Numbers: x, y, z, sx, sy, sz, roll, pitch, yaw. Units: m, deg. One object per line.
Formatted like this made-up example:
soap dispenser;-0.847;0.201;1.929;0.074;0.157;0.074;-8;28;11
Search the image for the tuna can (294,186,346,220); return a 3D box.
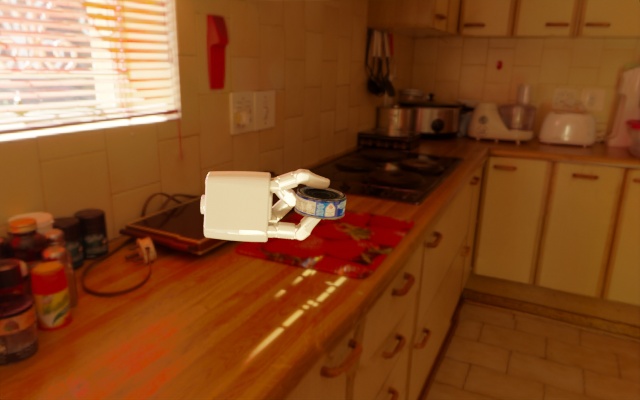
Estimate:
tuna can;0.000;0.002;0.799;0.086;0.034;0.086;7;16;-2
